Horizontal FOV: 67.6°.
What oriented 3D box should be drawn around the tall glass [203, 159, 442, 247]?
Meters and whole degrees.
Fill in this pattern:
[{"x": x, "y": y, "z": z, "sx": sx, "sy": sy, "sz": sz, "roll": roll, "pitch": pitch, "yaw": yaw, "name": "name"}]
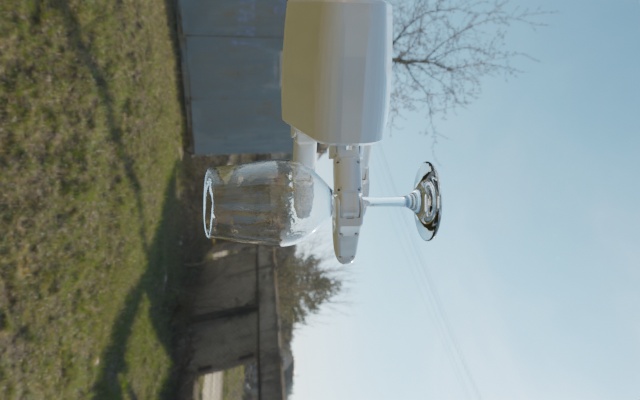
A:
[{"x": 0.001, "y": 0.002, "z": 0.430, "sx": 0.201, "sy": 0.079, "sz": 0.079, "roll": -1, "pitch": 0, "yaw": -7, "name": "tall glass"}]
